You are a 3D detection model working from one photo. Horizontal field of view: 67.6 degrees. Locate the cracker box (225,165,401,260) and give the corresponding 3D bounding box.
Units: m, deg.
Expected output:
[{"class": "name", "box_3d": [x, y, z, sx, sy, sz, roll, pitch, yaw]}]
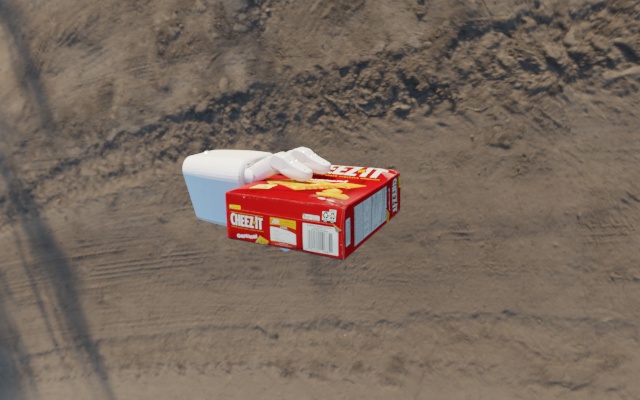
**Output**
[{"class": "cracker box", "box_3d": [0.000, 0.002, 0.651, 0.164, 0.072, 0.213, 7, 17, 25]}]
